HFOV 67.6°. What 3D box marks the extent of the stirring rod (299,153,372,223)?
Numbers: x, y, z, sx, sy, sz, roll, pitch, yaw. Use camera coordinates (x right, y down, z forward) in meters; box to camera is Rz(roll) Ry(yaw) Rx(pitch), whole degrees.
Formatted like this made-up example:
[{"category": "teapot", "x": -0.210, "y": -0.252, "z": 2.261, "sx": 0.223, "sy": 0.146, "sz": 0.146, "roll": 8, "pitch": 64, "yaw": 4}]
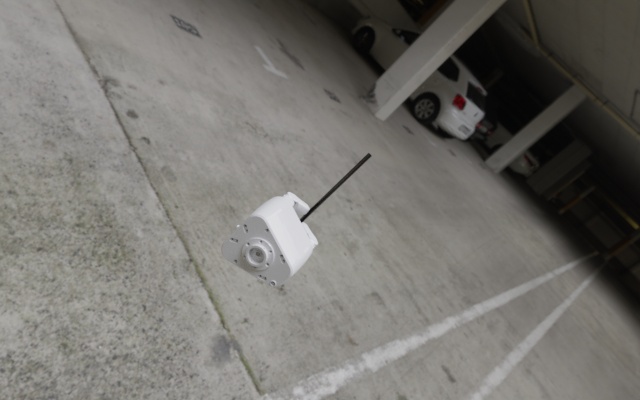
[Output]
[{"category": "stirring rod", "x": 0.000, "y": 0.003, "z": 0.831, "sx": 0.239, "sy": 0.011, "sz": 0.011, "roll": -44, "pitch": -17, "yaw": 19}]
